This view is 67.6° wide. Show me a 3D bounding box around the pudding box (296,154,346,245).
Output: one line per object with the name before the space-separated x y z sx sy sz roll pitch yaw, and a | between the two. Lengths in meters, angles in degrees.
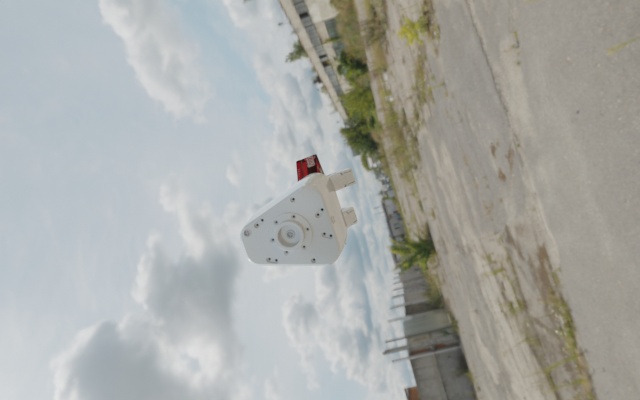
pudding box | 0.000 0.002 0.702 0.039 0.114 0.090 -16 35 7
